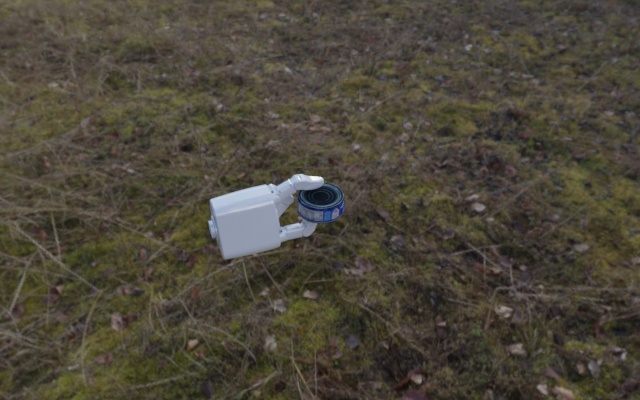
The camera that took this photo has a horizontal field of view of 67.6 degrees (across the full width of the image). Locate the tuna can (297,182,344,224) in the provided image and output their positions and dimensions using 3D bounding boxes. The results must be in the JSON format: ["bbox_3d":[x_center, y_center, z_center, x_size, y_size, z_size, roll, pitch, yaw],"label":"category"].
[{"bbox_3d":[0.000,0.002,0.866,0.086,0.034,0.086,2,36,-1],"label":"tuna can"}]
